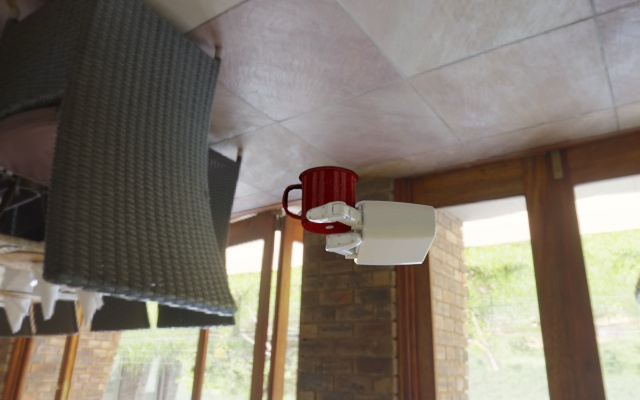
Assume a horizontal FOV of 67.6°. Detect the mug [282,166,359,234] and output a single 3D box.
[{"bbox_3d":[-0.001,0.003,0.725,0.117,0.081,0.093,1,-19,-2],"label":"mug"}]
